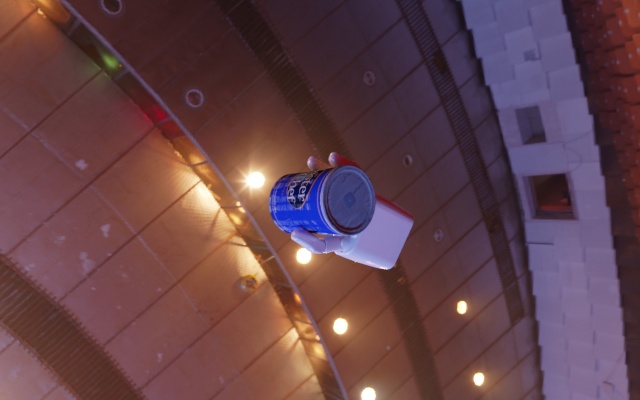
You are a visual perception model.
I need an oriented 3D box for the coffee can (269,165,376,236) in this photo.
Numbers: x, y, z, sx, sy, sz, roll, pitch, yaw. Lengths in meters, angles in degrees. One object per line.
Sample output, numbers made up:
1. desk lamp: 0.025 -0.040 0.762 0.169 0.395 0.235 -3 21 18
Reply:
1. coffee can: 0.000 0.002 0.741 0.103 0.103 0.140 0 -2 -39
